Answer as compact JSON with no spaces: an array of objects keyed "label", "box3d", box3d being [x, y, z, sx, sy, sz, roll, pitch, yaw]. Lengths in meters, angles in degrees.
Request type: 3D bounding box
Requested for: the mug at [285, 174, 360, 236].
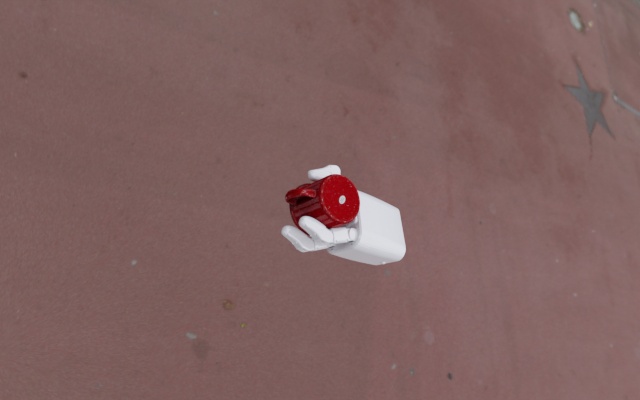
[{"label":"mug","box3d":[-0.001,0.002,0.765,0.117,0.093,0.081,19,-25,-31]}]
